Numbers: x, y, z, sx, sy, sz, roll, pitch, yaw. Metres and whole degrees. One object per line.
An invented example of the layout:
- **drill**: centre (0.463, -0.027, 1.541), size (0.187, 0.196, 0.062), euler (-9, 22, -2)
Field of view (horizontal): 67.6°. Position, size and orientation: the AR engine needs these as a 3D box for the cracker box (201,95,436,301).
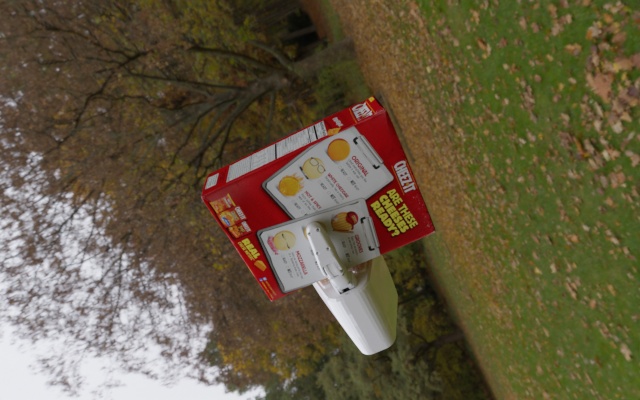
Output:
- **cracker box**: centre (0.000, 0.002, 0.549), size (0.214, 0.164, 0.072), euler (-25, 28, 6)
